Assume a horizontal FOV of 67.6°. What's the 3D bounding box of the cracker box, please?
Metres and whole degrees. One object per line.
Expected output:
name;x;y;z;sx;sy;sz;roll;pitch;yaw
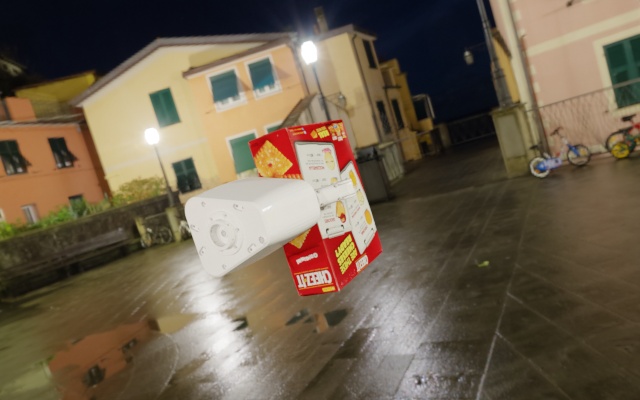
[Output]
cracker box;0.000;0.002;0.666;0.072;0.214;0.164;-14;6;30
